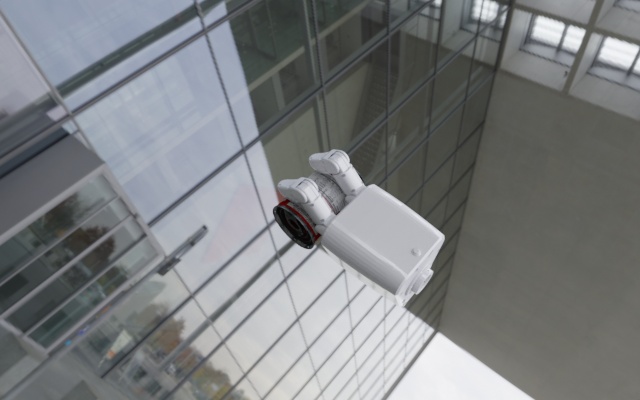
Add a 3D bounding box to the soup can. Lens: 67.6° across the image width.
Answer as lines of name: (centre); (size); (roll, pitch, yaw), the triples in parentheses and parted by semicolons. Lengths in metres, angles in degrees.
soup can: (0.000, 0.002, 0.594); (0.102, 0.068, 0.068); (-43, 21, -24)
